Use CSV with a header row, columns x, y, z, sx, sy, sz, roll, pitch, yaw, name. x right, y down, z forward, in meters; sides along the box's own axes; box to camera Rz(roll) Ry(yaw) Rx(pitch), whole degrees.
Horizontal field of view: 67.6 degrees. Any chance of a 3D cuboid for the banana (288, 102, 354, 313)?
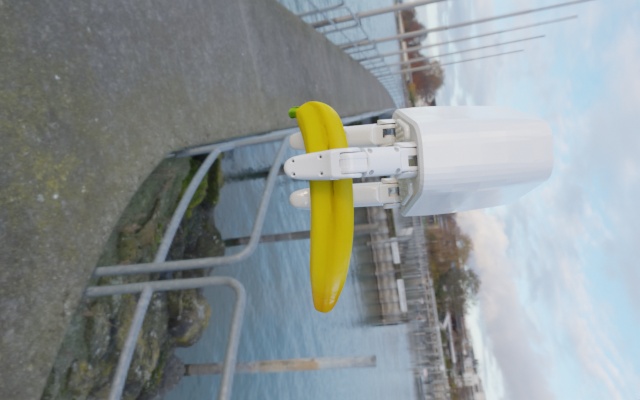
x,y,z,sx,sy,sz,roll,pitch,yaw,name
0.004,-0.009,0.404,0.037,0.197,0.070,-1,-21,-15,banana
